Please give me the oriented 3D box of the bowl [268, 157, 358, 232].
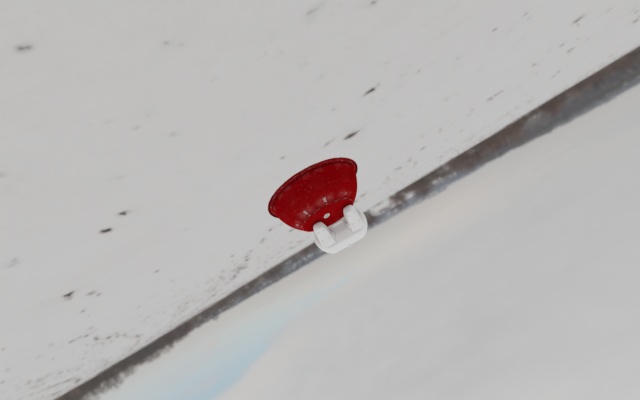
[{"bbox_3d":[0.000,0.003,0.758,0.162,0.055,0.162,-24,-23,-11],"label":"bowl"}]
